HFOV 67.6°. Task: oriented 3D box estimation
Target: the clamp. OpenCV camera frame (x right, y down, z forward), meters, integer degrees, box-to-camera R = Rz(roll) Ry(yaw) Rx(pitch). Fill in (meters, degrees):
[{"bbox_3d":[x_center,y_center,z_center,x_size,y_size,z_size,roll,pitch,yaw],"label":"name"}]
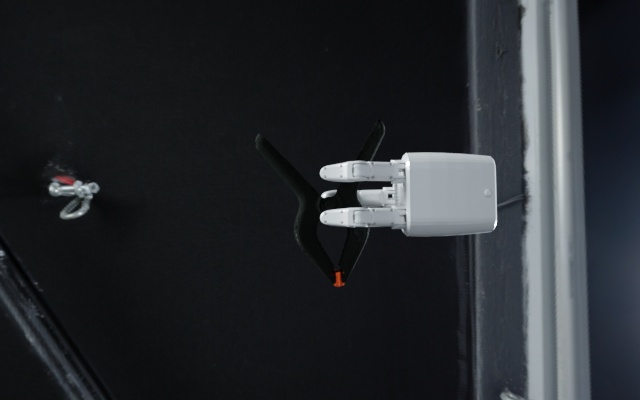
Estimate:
[{"bbox_3d":[0.000,0.003,0.603,0.164,0.210,0.036,0,-3,0],"label":"clamp"}]
